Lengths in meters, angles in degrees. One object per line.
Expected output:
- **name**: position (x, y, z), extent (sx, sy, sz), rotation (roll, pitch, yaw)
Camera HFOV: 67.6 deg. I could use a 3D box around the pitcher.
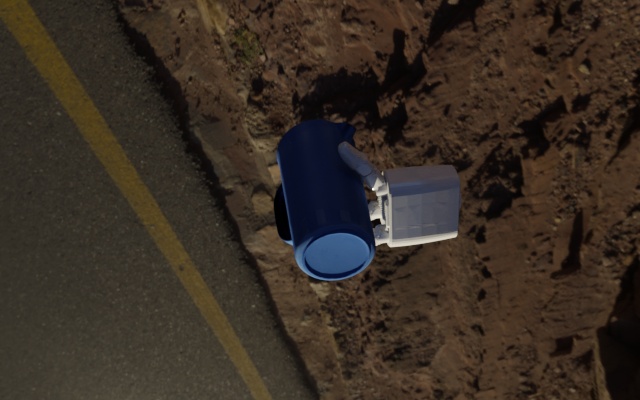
- **pitcher**: position (0.000, 0.002, 0.714), extent (0.145, 0.149, 0.242), rotation (-5, 41, -4)
